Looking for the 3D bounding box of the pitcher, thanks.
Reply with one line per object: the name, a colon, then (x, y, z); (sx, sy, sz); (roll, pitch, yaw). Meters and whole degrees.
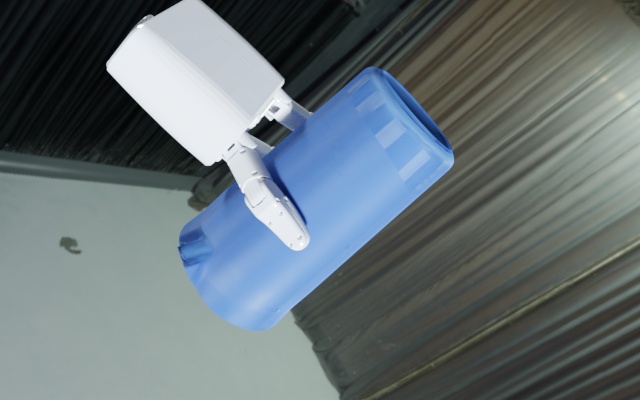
pitcher: (0.000, 0.001, 0.443); (0.243, 0.145, 0.149); (-41, 15, 21)
